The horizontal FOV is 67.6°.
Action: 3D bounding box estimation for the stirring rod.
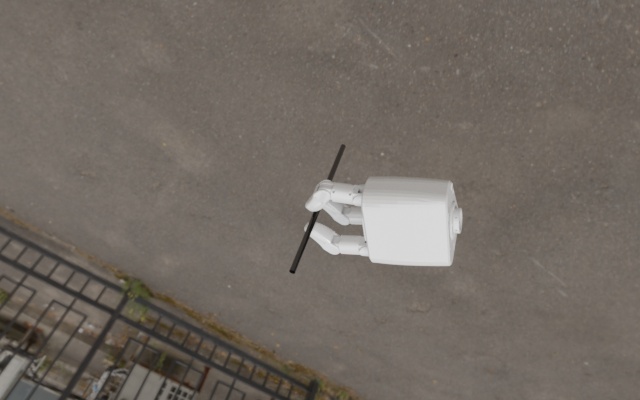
[{"bbox_3d":[0.000,0.002,0.672,0.011,0.239,0.011,13,-39,11],"label":"stirring rod"}]
